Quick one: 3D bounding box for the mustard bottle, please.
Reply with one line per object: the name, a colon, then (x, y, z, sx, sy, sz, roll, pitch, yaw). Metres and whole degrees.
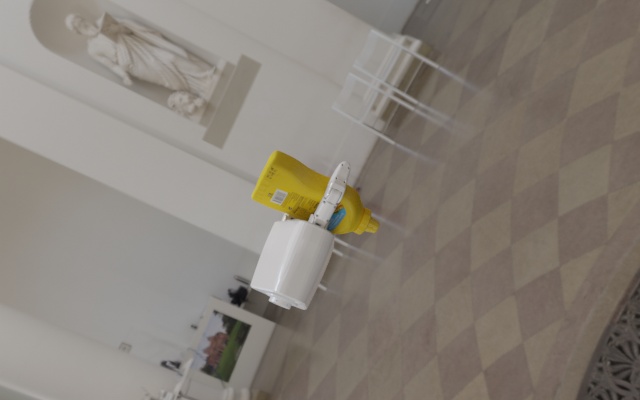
mustard bottle: (0.000, 0.002, 0.707, 0.191, 0.058, 0.096, 25, -41, -10)
